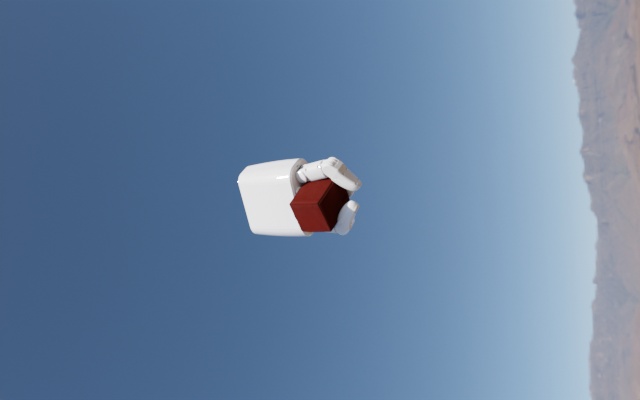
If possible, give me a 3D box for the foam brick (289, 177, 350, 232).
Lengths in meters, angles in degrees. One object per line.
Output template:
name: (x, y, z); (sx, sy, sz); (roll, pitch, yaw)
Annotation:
foam brick: (0.000, 0.002, 0.692); (0.051, 0.053, 0.078); (-2, 36, 31)
